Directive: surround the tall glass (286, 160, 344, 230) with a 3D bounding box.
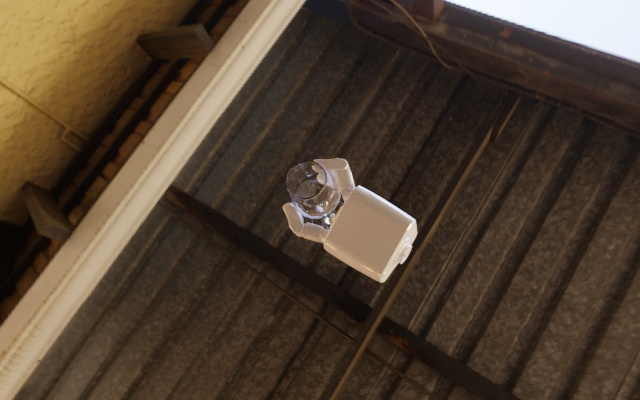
[{"bbox_3d":[0.000,0.003,0.786,0.079,0.079,0.201,0,-20,13],"label":"tall glass"}]
